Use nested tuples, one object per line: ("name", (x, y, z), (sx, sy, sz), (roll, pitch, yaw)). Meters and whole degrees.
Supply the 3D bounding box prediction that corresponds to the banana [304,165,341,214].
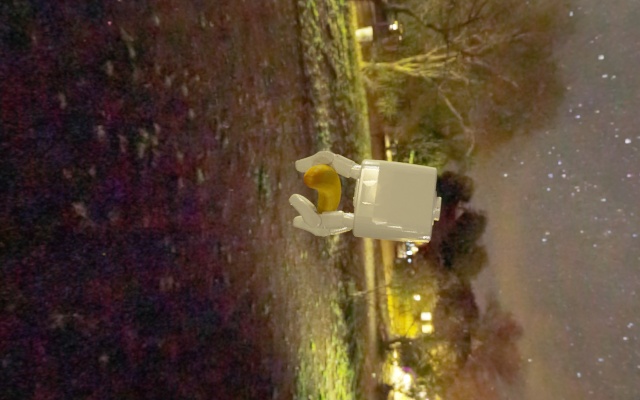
("banana", (0.006, -0.013, 0.722), (0.037, 0.069, 0.198), (16, -22, 12))
